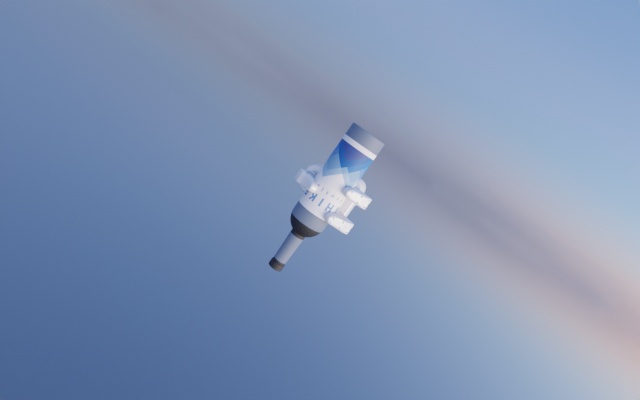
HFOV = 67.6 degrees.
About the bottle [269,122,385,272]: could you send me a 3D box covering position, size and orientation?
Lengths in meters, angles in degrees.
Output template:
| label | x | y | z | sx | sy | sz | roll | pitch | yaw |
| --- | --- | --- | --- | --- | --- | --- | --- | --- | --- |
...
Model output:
| label | x | y | z | sx | sy | sz | roll | pitch | yaw |
| --- | --- | --- | --- | --- | --- | --- | --- | --- | --- |
| bottle | 0.000 | 0.003 | 0.846 | 0.069 | 0.296 | 0.069 | 34 | 9 | -6 |
